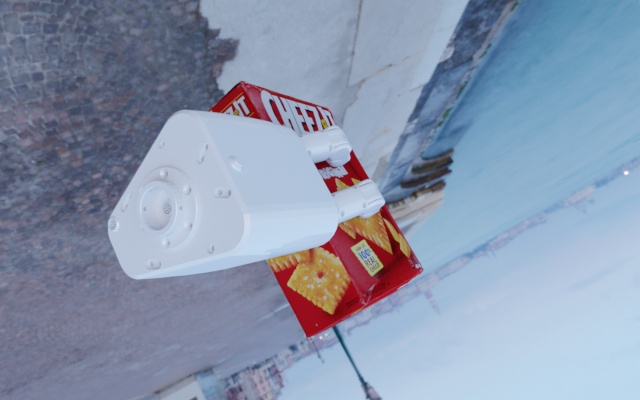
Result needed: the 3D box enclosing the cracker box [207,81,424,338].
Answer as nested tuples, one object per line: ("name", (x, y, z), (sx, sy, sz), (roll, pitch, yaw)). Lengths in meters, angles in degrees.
("cracker box", (0.000, 0.002, 0.456), (0.072, 0.213, 0.164), (-35, -15, 24))
